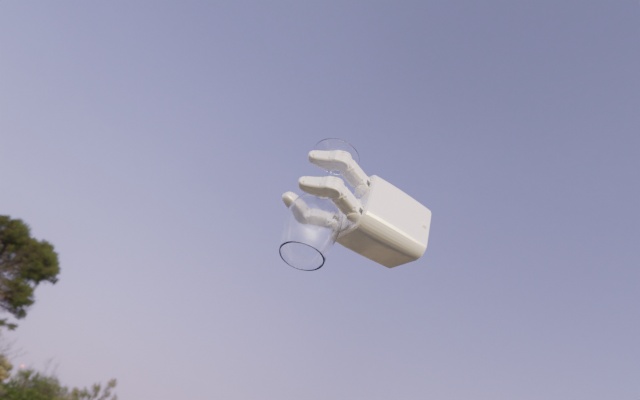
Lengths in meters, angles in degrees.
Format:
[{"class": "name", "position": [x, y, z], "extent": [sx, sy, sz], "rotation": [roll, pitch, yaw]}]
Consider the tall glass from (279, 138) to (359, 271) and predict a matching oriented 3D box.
[{"class": "tall glass", "position": [0.000, 0.002, 0.683], "extent": [0.079, 0.201, 0.079], "rotation": [11, -42, 10]}]
